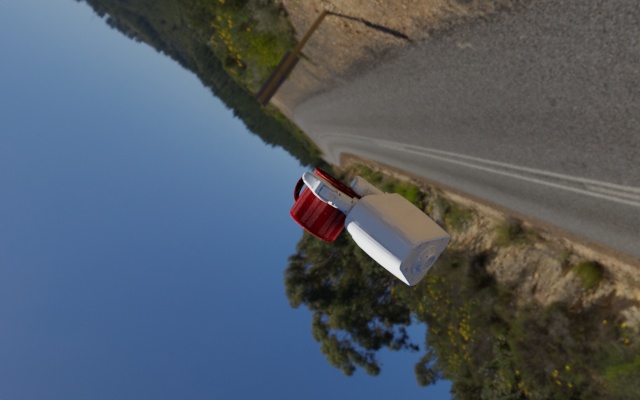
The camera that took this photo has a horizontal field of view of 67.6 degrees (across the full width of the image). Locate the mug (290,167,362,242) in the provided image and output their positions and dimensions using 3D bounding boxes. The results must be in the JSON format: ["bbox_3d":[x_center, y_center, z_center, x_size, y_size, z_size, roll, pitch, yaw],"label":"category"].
[{"bbox_3d":[-0.001,0.002,0.728,0.117,0.081,0.093,40,9,35],"label":"mug"}]
